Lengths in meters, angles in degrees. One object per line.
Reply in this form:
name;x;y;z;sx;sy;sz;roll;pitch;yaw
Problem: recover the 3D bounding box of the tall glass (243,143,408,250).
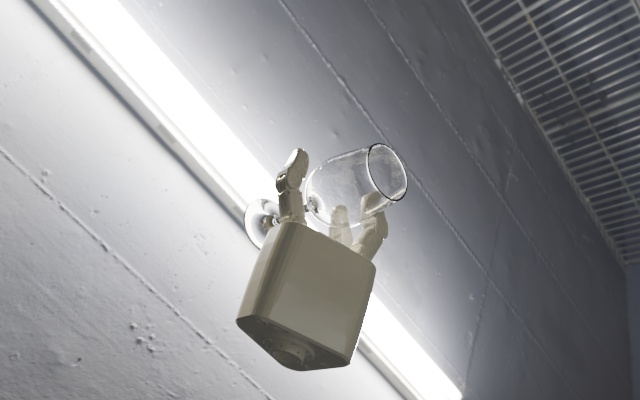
tall glass;0.000;0.002;0.540;0.079;0.079;0.201;0;-18;-45
